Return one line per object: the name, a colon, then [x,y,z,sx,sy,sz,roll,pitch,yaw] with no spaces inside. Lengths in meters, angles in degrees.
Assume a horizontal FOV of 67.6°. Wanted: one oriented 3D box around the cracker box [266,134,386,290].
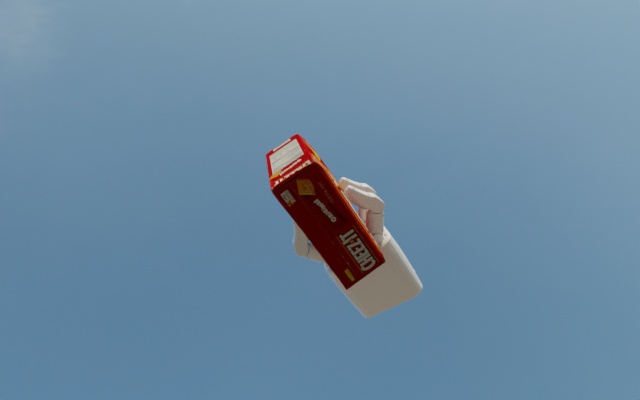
cracker box: [0.000,0.002,0.671,0.072,0.164,0.213,-35,18,3]
